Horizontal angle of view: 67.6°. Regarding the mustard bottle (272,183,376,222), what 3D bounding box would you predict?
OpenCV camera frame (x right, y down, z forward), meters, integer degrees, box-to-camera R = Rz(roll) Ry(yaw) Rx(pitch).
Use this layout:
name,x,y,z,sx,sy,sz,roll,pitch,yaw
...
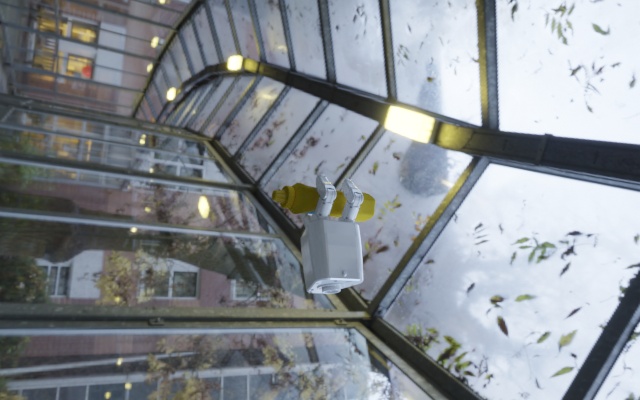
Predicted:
name,x,y,z,sx,sy,sz,roll,pitch,yaw
mustard bottle,0.000,0.003,0.890,0.191,0.058,0.096,7,-1,-28
